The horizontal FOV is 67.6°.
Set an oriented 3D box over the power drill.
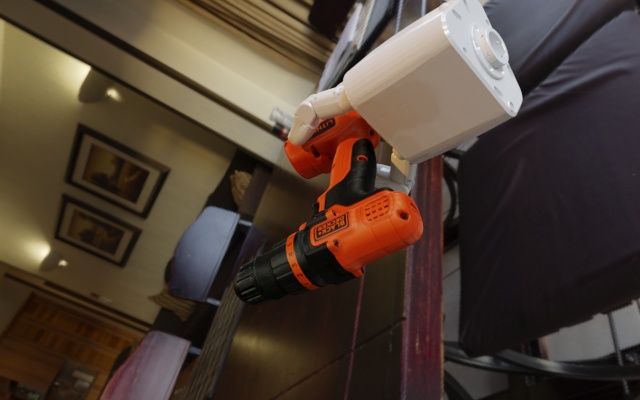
[{"bbox_3d":[0.000,0.001,0.463,0.184,0.187,0.057,-25,-50,21],"label":"power drill"}]
